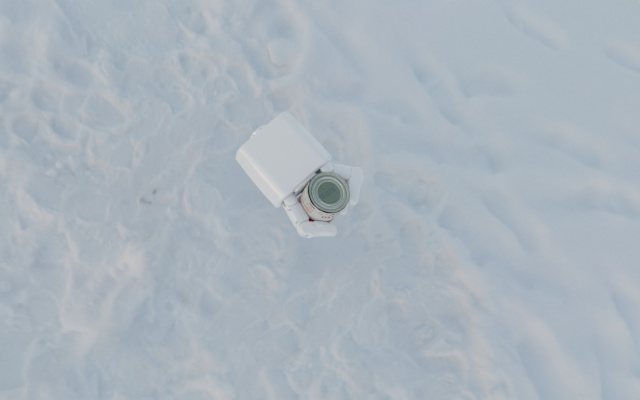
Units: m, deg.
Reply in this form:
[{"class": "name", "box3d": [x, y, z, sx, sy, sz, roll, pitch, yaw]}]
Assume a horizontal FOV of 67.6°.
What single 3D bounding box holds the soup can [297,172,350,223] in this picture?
[{"class": "soup can", "box3d": [0.000, 0.003, 0.758, 0.068, 0.068, 0.102, 0, -18, -16]}]
